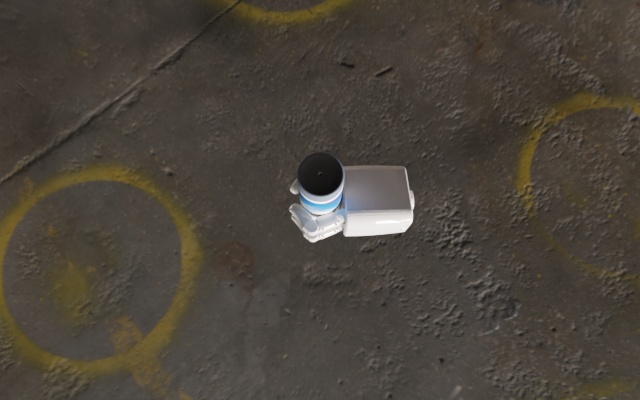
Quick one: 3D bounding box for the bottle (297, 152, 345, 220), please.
[{"bbox_3d":[0.000,0.003,0.801,0.069,0.069,0.296,0,-15,0],"label":"bottle"}]
